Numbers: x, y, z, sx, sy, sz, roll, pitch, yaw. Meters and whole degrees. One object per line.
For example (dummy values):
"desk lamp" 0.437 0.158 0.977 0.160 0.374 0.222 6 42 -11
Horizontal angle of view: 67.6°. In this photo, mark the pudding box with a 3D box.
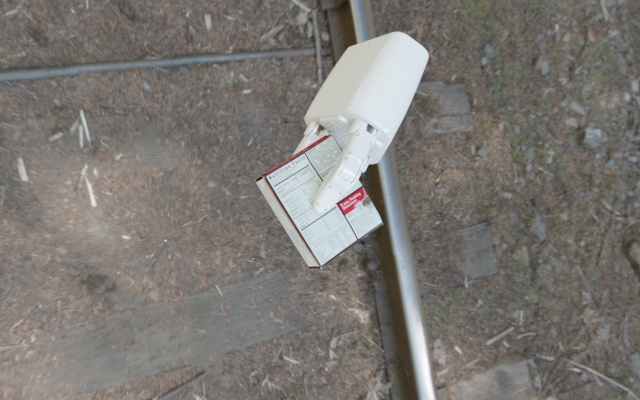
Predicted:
"pudding box" 0.000 0.002 0.496 0.090 0.113 0.039 -33 5 -20
